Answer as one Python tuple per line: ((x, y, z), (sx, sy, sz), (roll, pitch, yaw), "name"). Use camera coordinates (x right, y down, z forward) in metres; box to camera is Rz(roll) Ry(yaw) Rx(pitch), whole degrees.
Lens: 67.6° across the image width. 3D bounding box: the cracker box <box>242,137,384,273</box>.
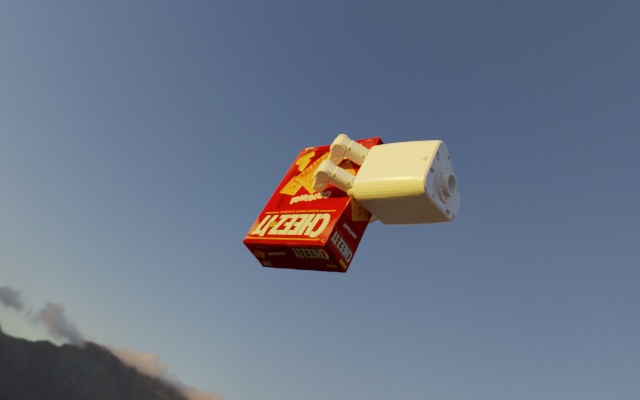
((0.000, 0.002, 0.736), (0.164, 0.213, 0.072), (-3, -46, 39), "cracker box")
